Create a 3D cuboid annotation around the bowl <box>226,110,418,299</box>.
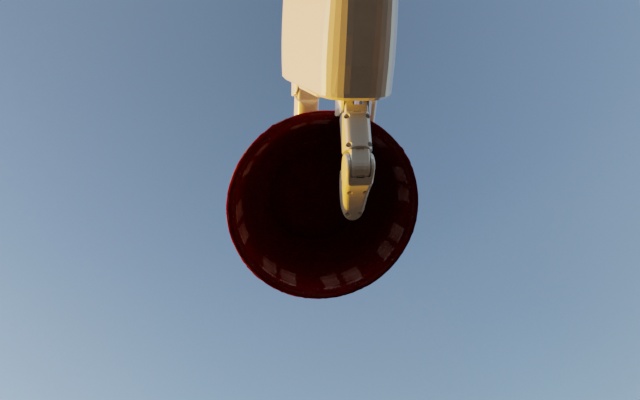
[{"bbox_3d":[0.000,0.003,0.419,0.162,0.162,0.055,0,13,-10],"label":"bowl"}]
